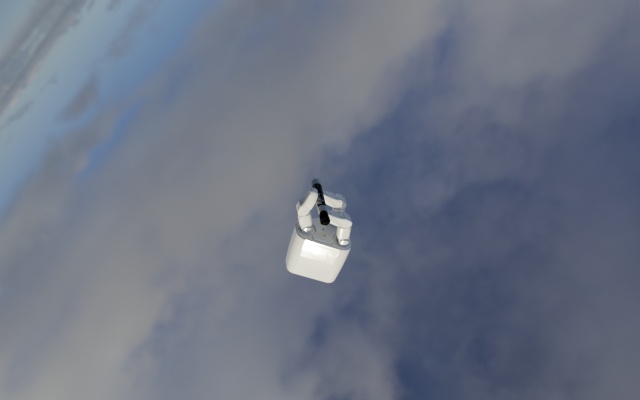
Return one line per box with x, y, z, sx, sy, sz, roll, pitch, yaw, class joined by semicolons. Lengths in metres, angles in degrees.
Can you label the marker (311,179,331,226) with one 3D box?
0.000;0.003;0.888;0.020;0.020;0.121;0;40;-12;marker
